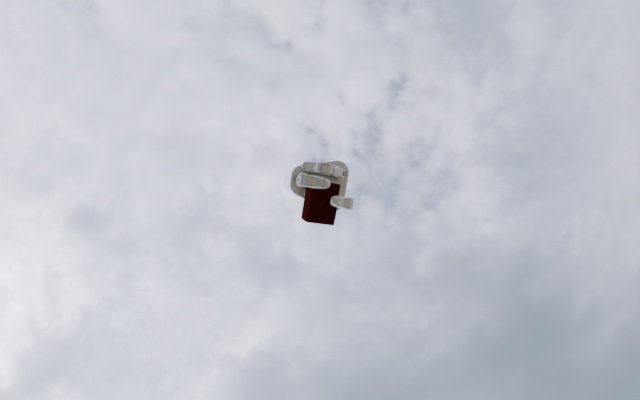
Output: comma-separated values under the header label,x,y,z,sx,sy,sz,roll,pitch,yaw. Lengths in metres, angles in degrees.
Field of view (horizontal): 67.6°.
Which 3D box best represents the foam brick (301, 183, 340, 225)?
label,x,y,z,sx,sy,sz,roll,pitch,yaw
foam brick,0.000,0.003,0.875,0.053,0.078,0.051,10,1,-15
